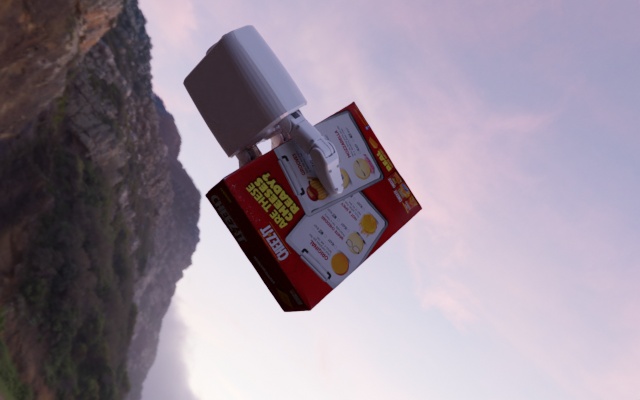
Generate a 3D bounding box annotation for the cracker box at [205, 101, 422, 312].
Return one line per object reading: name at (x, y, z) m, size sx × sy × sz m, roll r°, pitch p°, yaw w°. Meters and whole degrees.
cracker box at (0.000, 0.002, 0.564) m, size 0.213 × 0.164 × 0.072 m, roll -36°, pitch 5°, yaw -34°
